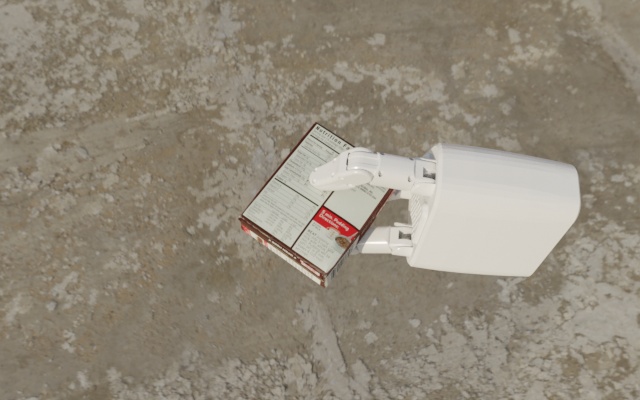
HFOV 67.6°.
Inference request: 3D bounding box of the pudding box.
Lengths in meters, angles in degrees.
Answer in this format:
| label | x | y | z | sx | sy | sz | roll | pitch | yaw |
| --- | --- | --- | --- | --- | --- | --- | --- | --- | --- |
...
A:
| label | x | y | z | sx | sy | sz | roll | pitch | yaw |
| --- | --- | --- | --- | --- | --- | --- | --- | --- | --- |
| pudding box | 0.000 | 0.001 | 0.405 | 0.090 | 0.113 | 0.039 | 34 | -21 | 11 |
